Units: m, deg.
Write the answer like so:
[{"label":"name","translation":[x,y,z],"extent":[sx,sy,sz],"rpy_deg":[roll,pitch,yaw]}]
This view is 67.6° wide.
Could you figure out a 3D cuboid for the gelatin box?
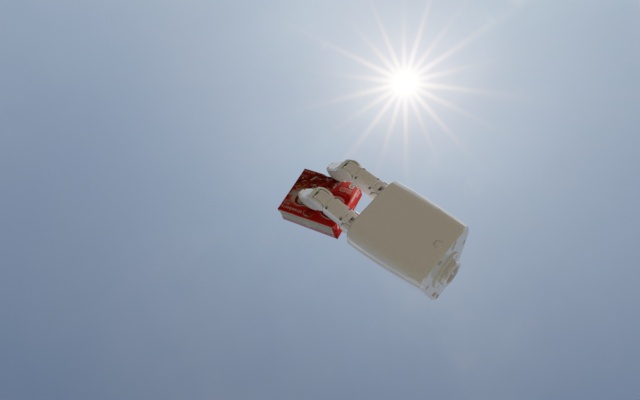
[{"label":"gelatin box","translation":[0.000,0.002,0.632],"extent":[0.089,0.073,0.030],"rpy_deg":[18,-28,28]}]
